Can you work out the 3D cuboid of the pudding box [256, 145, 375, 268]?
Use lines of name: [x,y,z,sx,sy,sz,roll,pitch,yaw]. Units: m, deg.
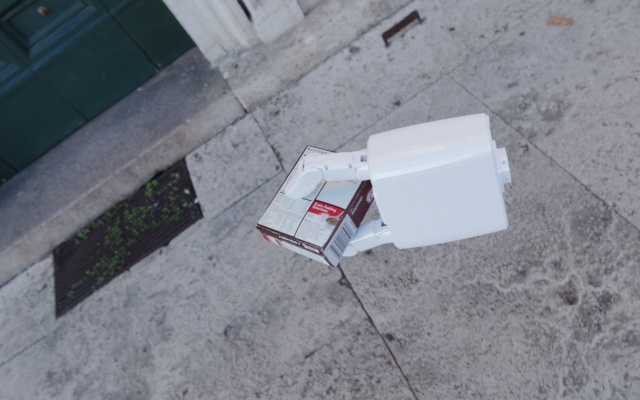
pudding box: [0.000,0.002,0.493,0.090,0.113,0.039,17,-26,34]
